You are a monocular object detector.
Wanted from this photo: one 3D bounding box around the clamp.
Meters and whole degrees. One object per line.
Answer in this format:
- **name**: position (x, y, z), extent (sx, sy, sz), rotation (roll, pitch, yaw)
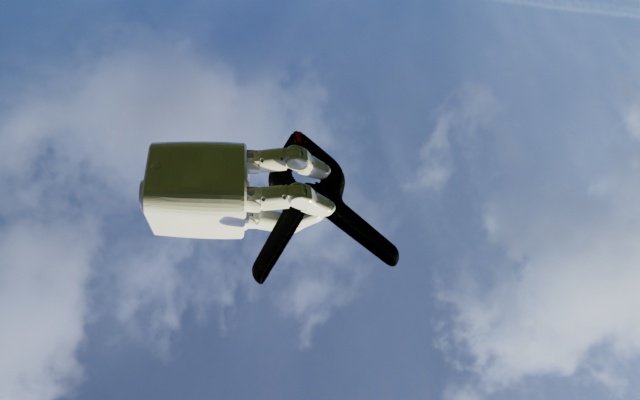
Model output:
- **clamp**: position (0.000, 0.002, 0.573), extent (0.164, 0.209, 0.036), rotation (1, -36, -10)
